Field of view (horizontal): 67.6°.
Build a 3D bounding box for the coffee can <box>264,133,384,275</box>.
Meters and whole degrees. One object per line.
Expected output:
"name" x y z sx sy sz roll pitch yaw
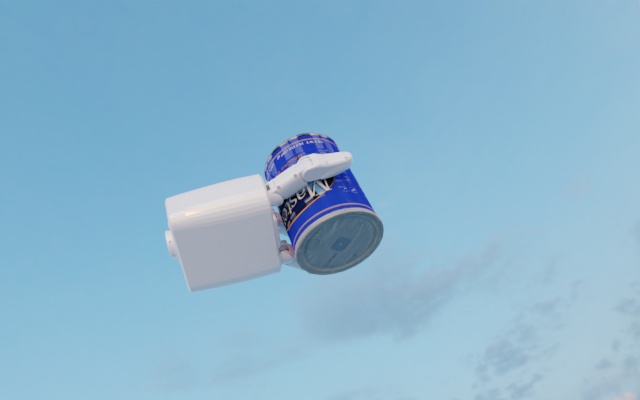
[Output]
"coffee can" 0.000 0.002 0.567 0.103 0.103 0.140 0 43 -26
